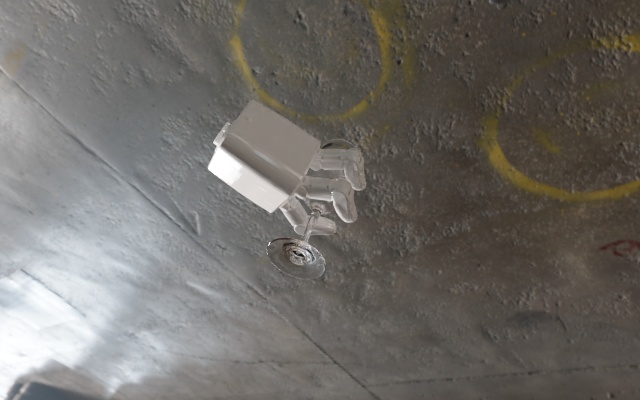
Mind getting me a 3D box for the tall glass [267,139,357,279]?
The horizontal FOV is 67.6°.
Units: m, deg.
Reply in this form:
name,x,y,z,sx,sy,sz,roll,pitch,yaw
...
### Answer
name,x,y,z,sx,sy,sz,roll,pitch,yaw
tall glass,0.000,0.003,0.632,0.079,0.079,0.201,0,43,25
